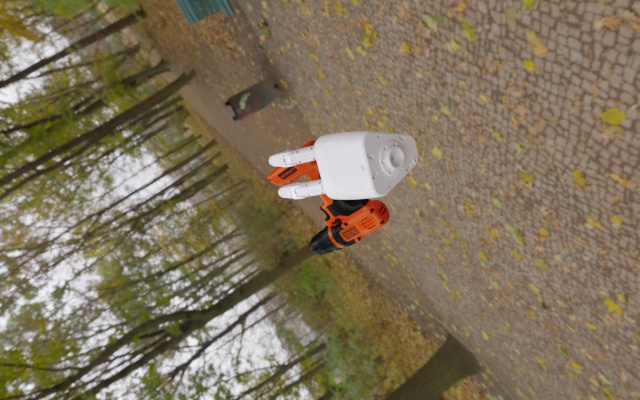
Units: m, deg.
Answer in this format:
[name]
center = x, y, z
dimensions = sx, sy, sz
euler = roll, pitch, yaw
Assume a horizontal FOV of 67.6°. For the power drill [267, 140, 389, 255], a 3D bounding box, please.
[power drill]
center = 0.000, 0.002, 0.816
dimensions = 0.184, 0.188, 0.057
euler = -33, 16, 41
